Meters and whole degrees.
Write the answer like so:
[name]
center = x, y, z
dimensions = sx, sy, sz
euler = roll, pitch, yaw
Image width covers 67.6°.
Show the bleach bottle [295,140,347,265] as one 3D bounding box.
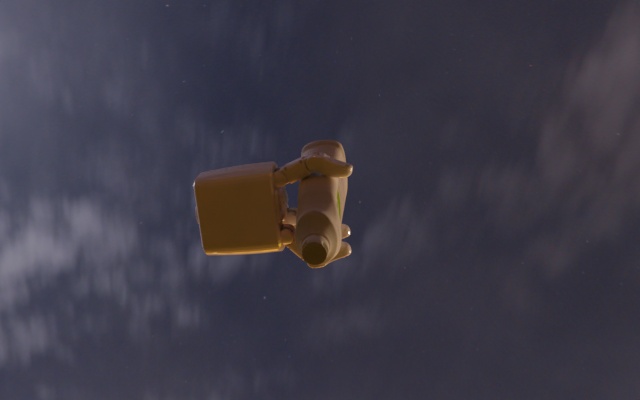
[bleach bottle]
center = 0.000, 0.002, 0.631
dimensions = 0.068, 0.103, 0.250
euler = -6, 22, 7
